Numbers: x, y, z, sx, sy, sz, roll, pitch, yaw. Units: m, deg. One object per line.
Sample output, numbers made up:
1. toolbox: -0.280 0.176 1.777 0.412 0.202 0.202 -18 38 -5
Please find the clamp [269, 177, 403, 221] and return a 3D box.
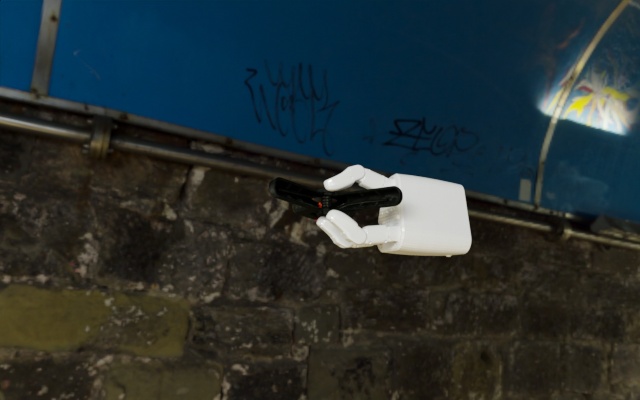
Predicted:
1. clamp: 0.000 0.001 0.664 0.164 0.036 0.210 6 -10 -13
